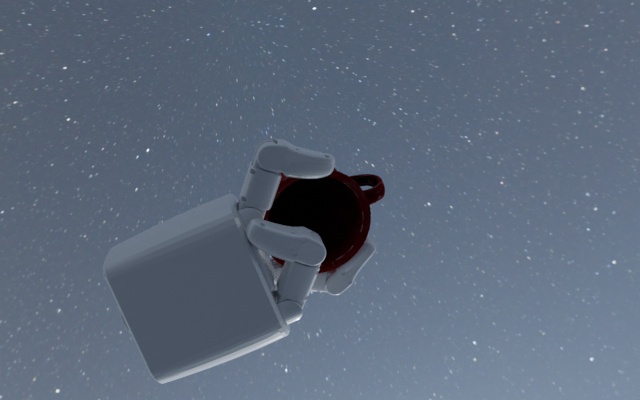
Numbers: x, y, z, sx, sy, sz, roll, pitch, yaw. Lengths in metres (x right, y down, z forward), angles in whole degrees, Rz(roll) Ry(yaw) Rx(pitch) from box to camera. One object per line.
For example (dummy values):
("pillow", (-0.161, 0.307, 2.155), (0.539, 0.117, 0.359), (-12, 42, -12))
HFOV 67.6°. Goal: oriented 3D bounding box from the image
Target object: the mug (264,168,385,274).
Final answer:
("mug", (0.001, 0.001, 0.428), (0.117, 0.093, 0.081), (-22, 22, -4))
